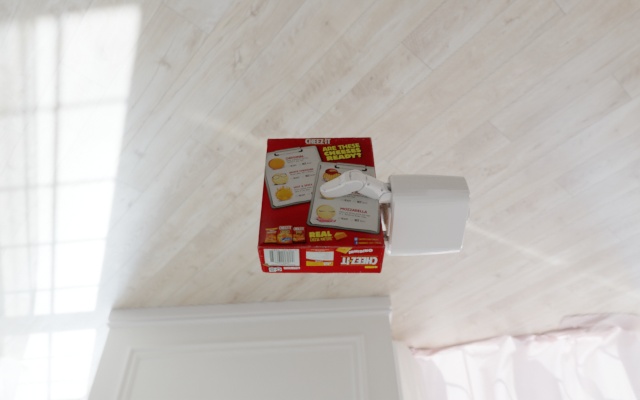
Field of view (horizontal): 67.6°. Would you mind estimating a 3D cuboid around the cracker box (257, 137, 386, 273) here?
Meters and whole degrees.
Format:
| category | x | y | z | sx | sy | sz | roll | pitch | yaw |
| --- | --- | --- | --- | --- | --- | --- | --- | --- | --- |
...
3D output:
| category | x | y | z | sx | sy | sz | roll | pitch | yaw |
| --- | --- | --- | --- | --- | --- | --- | --- | --- | --- |
| cracker box | 0.000 | 0.002 | 0.691 | 0.164 | 0.213 | 0.072 | -1 | -43 | -1 |
